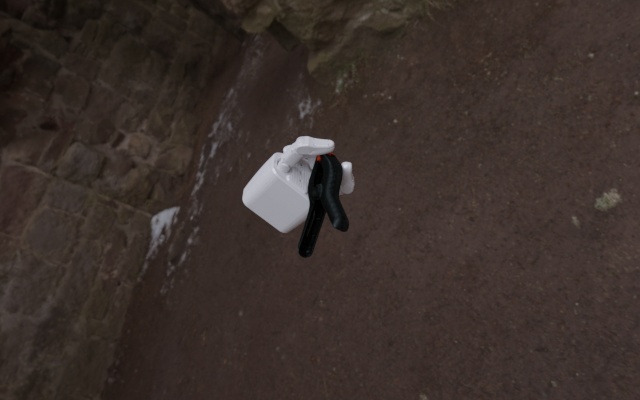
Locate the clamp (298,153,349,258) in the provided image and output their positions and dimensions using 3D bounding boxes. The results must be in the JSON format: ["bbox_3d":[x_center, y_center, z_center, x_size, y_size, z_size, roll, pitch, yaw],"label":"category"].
[{"bbox_3d":[0.000,0.002,0.734,0.039,0.171,0.120,25,-46,-27],"label":"clamp"}]
